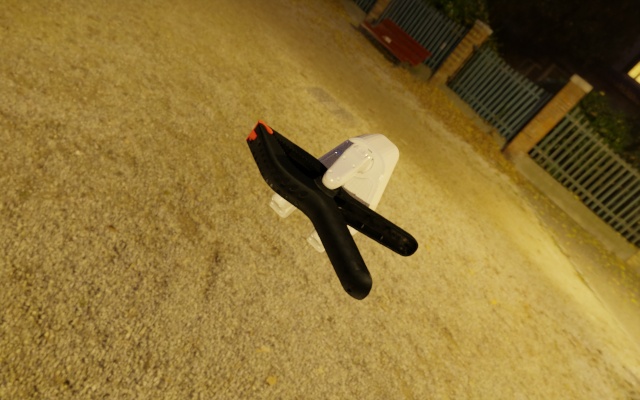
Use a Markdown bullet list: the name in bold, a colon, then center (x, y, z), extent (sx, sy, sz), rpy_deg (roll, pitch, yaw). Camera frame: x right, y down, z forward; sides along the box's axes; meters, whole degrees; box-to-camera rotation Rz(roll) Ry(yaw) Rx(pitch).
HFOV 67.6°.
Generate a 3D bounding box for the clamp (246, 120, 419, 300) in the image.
- **clamp**: center (0.000, 0.001, 0.461), extent (0.210, 0.036, 0.164), rpy_deg (42, 22, 7)
